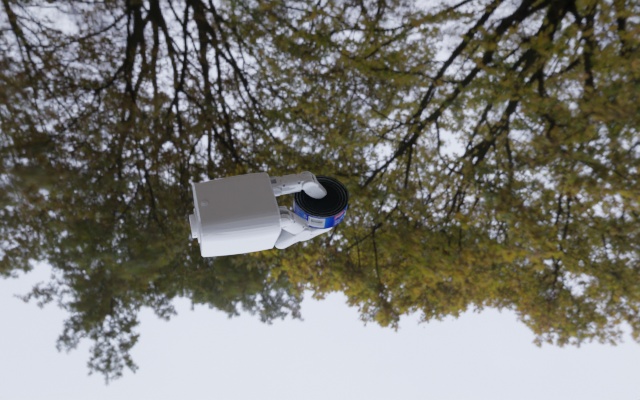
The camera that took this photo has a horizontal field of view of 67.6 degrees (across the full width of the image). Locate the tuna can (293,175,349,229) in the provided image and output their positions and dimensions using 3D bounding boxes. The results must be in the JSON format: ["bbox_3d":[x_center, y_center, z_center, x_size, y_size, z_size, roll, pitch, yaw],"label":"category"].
[{"bbox_3d":[0.000,0.003,0.746,0.086,0.086,0.034,0,-40,-6],"label":"tuna can"}]
